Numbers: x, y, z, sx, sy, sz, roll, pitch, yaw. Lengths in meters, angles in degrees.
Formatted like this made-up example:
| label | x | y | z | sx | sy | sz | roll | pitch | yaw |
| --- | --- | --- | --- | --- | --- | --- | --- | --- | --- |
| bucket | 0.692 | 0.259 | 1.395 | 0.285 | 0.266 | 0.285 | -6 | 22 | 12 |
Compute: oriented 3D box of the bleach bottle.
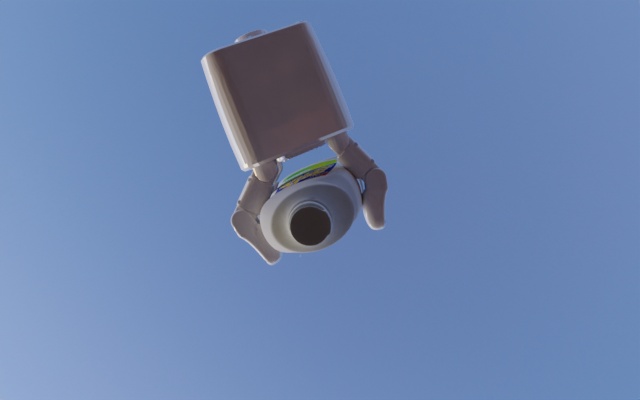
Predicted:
| label | x | y | z | sx | sy | sz | roll | pitch | yaw |
| --- | --- | --- | --- | --- | --- | --- | --- | --- | --- |
| bleach bottle | 0.000 | 0.002 | 0.451 | 0.102 | 0.068 | 0.251 | -21 | 6 | 2 |
